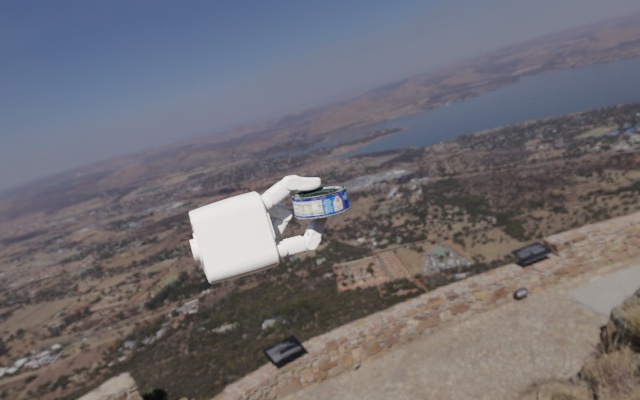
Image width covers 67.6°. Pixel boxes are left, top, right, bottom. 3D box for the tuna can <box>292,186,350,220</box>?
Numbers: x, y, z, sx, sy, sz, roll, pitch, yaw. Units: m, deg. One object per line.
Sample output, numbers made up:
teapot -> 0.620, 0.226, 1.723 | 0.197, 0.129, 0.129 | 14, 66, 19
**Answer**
tuna can -> 0.000, 0.002, 0.726 | 0.086, 0.034, 0.086 | -10, 10, 2
